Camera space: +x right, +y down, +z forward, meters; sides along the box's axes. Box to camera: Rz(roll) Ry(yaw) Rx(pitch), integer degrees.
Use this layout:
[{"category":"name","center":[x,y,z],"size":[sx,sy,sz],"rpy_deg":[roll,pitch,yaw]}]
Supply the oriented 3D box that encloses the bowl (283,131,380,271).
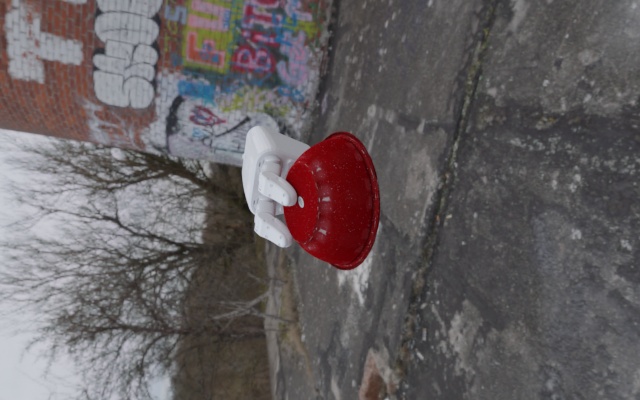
[{"category":"bowl","center":[0.000,0.002,0.543],"size":[0.055,0.162,0.162],"rpy_deg":[-3,1,-29]}]
